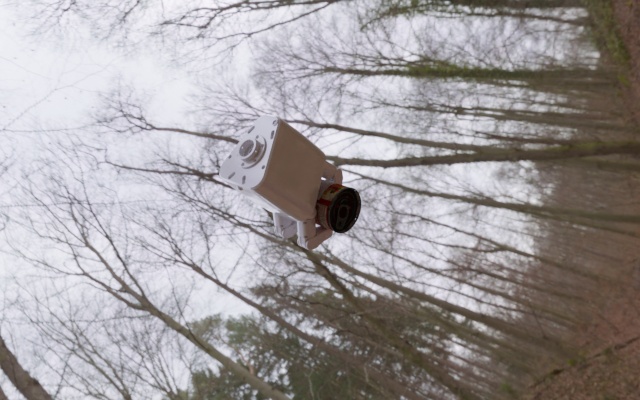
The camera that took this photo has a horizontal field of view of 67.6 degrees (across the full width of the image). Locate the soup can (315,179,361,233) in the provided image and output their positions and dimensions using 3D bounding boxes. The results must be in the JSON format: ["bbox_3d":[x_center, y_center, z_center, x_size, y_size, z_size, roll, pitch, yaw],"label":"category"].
[{"bbox_3d":[0.000,0.002,0.709,0.102,0.068,0.068,19,13,41],"label":"soup can"}]
